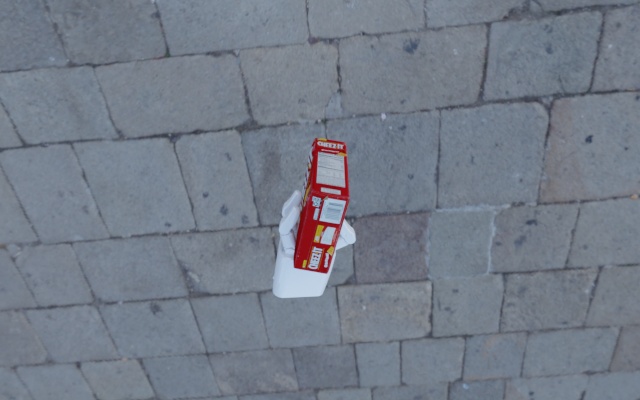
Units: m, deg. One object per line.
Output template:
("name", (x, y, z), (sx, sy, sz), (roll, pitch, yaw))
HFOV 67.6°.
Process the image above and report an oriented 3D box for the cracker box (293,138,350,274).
("cracker box", (0.000, 0.003, 0.883), (0.072, 0.164, 0.213), (11, 31, -5))
